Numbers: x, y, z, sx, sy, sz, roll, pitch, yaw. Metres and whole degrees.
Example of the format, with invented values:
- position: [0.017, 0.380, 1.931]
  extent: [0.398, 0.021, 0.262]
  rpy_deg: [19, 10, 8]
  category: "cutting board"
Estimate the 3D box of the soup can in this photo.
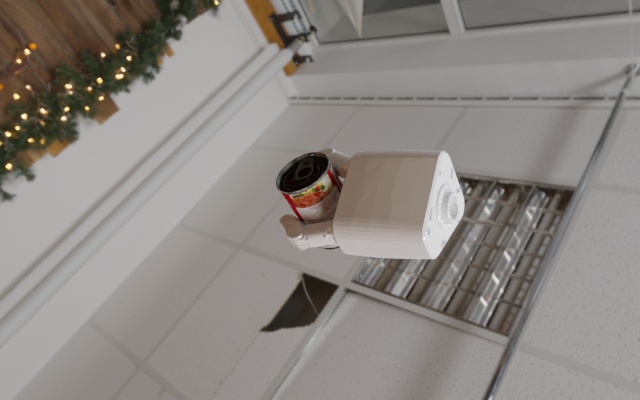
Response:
- position: [0.000, 0.002, 0.574]
  extent: [0.068, 0.068, 0.102]
  rpy_deg: [0, -44, 35]
  category: "soup can"
